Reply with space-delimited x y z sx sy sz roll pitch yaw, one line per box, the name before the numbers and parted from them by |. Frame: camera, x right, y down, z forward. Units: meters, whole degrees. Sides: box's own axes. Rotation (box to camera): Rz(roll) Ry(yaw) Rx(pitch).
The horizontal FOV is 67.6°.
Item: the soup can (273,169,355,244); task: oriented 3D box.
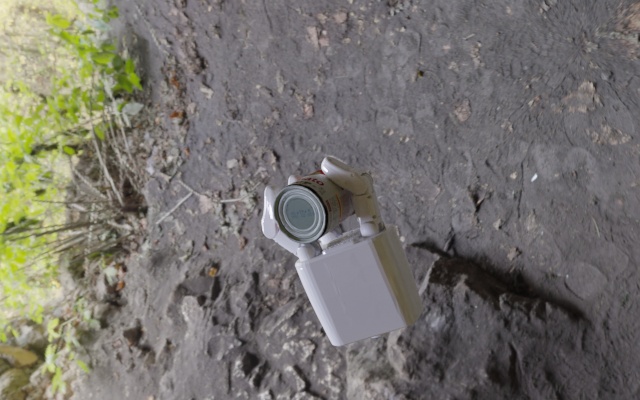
soup can | 0.000 0.001 0.542 0.068 0.068 0.102 0 16 28
